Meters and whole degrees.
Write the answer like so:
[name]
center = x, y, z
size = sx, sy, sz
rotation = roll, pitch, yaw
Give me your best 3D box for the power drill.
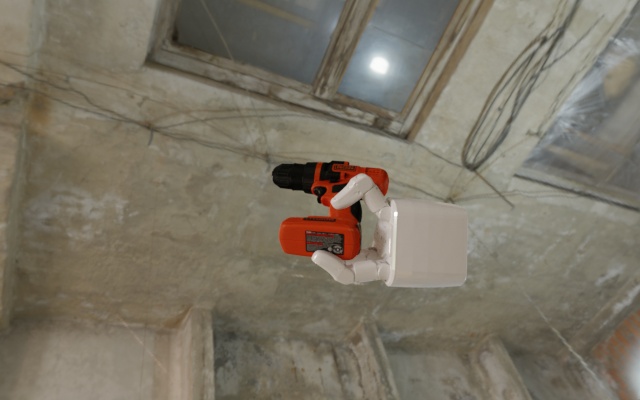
[power drill]
center = 0.000, 0.003, 0.685
size = 0.184, 0.057, 0.187
rotation = 3, 34, 11
